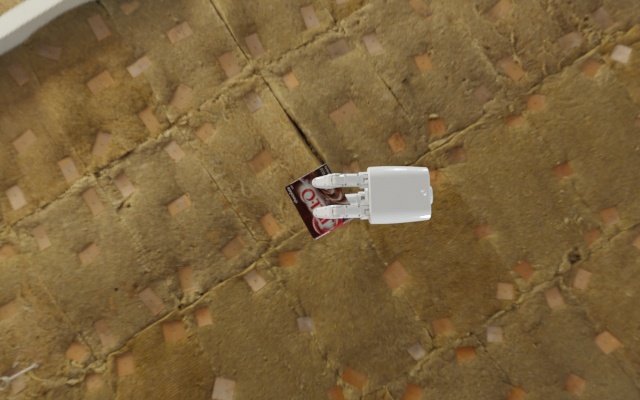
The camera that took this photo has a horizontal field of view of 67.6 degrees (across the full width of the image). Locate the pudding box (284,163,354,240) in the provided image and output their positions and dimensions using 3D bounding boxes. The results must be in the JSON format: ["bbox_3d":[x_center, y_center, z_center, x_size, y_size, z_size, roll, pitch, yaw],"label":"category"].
[{"bbox_3d":[0.000,0.003,0.878,0.090,0.113,0.039,-30,-7,0],"label":"pudding box"}]
